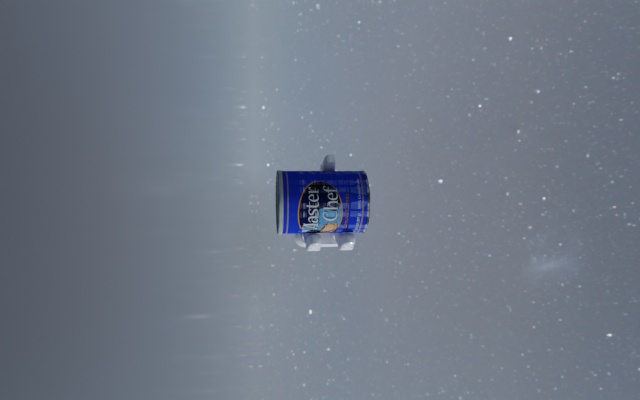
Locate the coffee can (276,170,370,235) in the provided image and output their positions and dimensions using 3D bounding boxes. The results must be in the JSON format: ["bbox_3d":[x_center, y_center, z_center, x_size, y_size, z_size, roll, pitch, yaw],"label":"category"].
[{"bbox_3d":[0.000,0.002,0.769,0.140,0.103,0.103,0,0,-8],"label":"coffee can"}]
